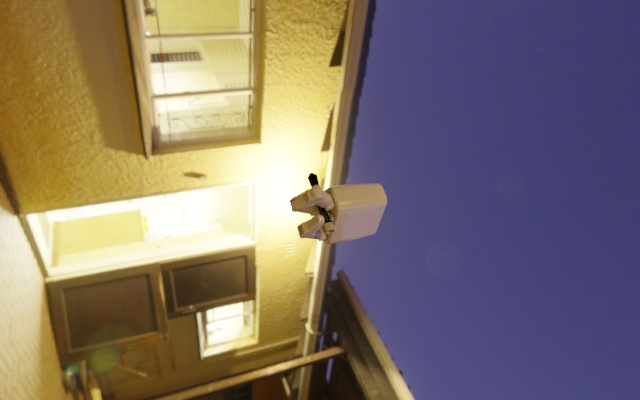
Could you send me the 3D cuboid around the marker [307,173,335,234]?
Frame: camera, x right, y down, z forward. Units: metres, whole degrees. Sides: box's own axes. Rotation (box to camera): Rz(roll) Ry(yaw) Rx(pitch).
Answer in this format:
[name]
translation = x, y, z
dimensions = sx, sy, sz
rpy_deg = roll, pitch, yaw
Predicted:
[marker]
translation = 0.000, 0.003, 0.859
dimensions = 0.020, 0.121, 0.020
rpy_deg = -15, -24, -7
